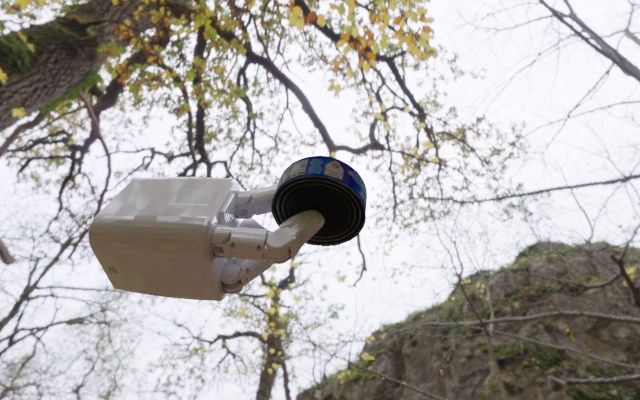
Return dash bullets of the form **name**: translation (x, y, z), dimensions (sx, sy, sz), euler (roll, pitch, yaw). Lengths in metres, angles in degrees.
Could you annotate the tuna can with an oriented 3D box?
- **tuna can**: translation (0.000, 0.001, 0.438), dimensions (0.086, 0.086, 0.033), euler (0, 42, 11)
